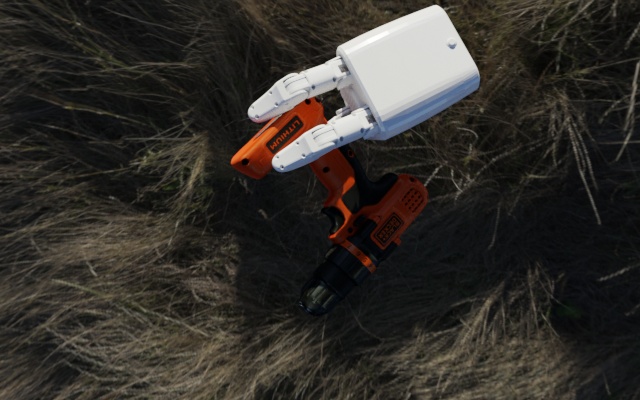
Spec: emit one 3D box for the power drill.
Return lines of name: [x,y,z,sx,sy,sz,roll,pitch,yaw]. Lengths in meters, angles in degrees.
power drill: [0.000,0.001,0.491,0.188,0.184,0.057,46,-12,-17]
